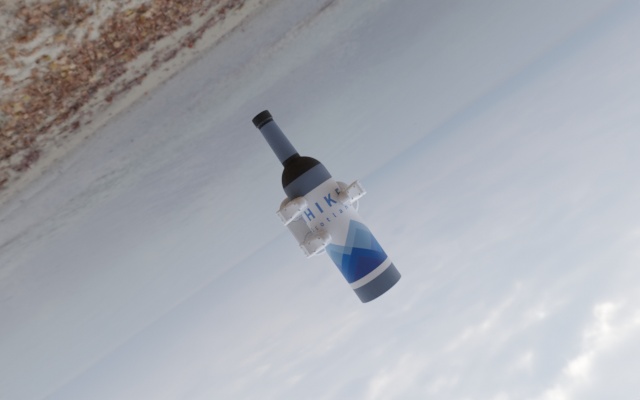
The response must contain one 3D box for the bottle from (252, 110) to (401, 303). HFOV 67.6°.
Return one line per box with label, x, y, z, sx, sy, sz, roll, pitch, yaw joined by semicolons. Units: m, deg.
bottle;0.000;0.002;0.662;0.069;0.295;0.069;-35;-1;0
